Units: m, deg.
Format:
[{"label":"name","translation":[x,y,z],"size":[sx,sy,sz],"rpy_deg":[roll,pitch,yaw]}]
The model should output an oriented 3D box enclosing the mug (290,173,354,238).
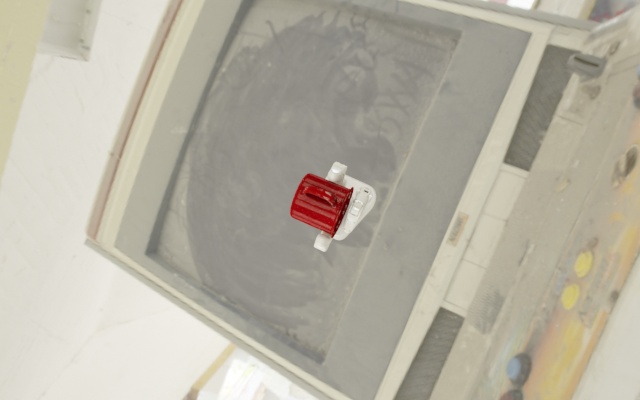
[{"label":"mug","translation":[0.000,0.002,0.786],"size":[0.081,0.093,0.117],"rpy_deg":[23,-10,8]}]
